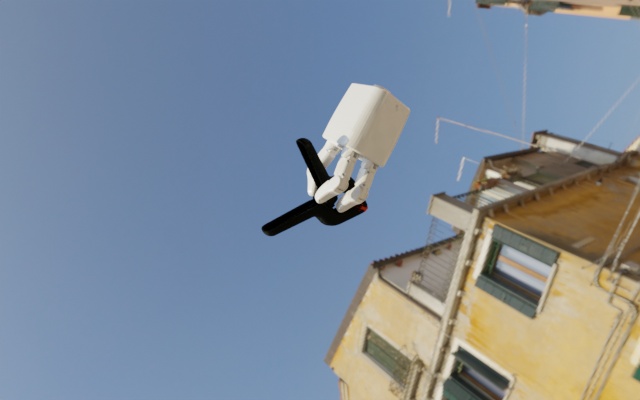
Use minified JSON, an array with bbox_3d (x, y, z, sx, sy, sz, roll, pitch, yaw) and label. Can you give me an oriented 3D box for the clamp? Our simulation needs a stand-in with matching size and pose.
[{"bbox_3d":[0.000,0.002,0.809,0.210,0.164,0.036,23,7,-46],"label":"clamp"}]
